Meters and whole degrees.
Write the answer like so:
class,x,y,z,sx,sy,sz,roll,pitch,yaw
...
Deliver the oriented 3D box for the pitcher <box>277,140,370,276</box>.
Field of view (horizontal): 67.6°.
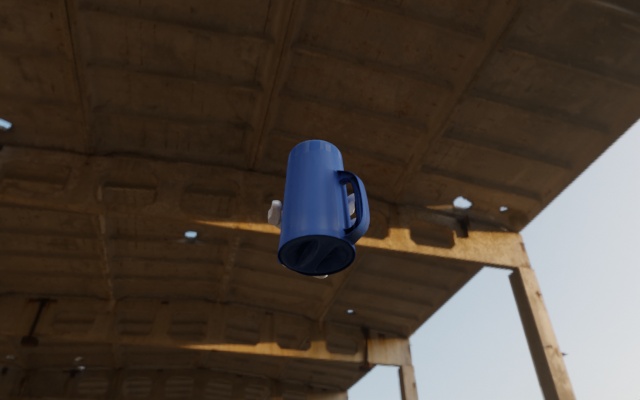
class,x,y,z,sx,sy,sz,roll,pitch,yaw
pitcher,0.000,0.003,0.877,0.149,0.242,0.145,3,-38,-6
